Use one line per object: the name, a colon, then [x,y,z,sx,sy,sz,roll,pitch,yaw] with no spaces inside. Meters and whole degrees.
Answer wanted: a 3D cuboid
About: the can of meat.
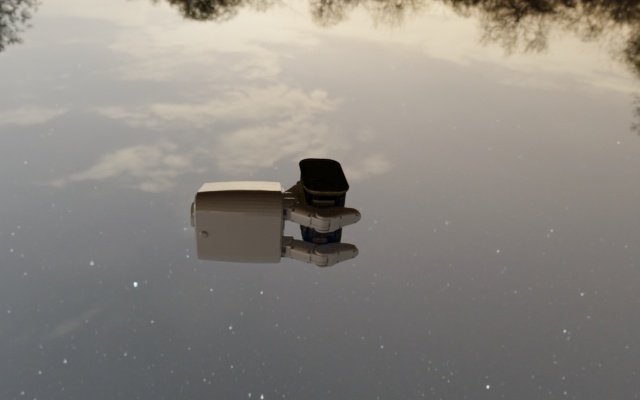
can of meat: [0.000,0.002,0.635,0.057,0.084,0.102,0,28,-9]
